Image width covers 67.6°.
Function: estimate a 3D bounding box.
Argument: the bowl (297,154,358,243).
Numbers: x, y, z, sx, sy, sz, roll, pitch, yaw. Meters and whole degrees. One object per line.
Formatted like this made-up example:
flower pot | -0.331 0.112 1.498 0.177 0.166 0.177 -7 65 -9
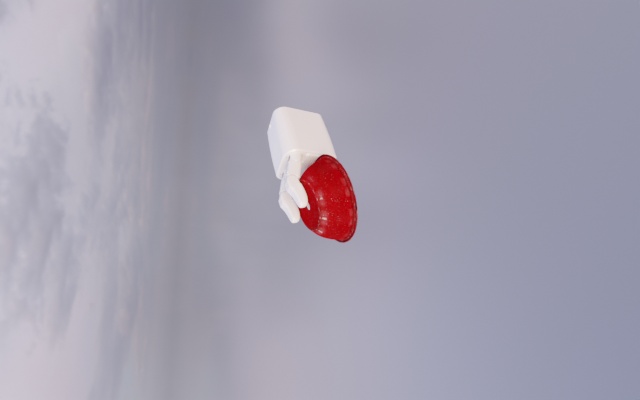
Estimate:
bowl | 0.000 0.004 0.837 0.055 0.162 0.162 -15 6 -26
